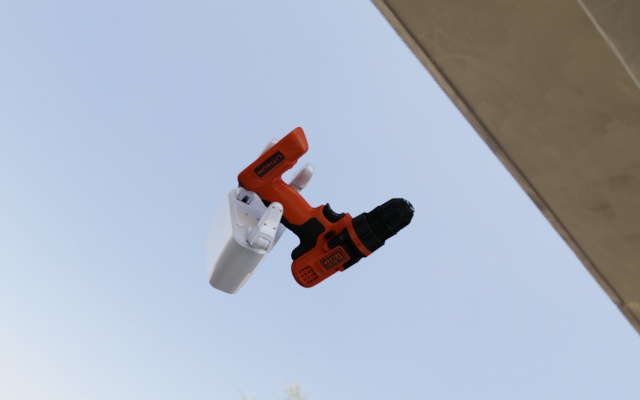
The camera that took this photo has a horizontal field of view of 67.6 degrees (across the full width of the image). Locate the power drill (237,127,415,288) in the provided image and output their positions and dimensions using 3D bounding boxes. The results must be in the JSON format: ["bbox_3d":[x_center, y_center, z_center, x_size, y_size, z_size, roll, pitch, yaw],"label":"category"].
[{"bbox_3d":[0.000,0.002,0.609,0.184,0.187,0.057,-35,7,15],"label":"power drill"}]
